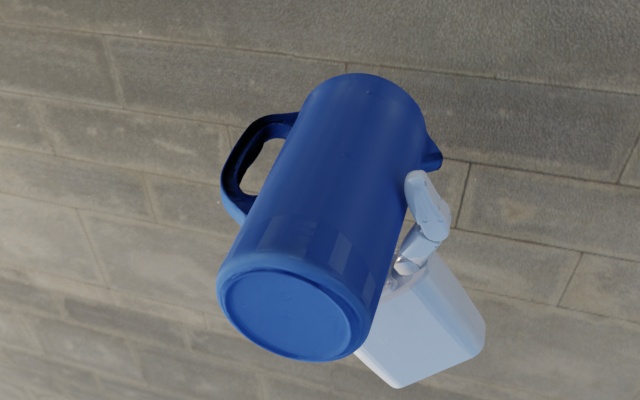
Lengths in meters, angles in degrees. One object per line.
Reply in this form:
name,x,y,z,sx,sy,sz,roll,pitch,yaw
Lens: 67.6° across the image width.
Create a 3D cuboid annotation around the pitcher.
pitcher,0.000,0.001,0.400,0.149,0.145,0.242,-25,25,34
